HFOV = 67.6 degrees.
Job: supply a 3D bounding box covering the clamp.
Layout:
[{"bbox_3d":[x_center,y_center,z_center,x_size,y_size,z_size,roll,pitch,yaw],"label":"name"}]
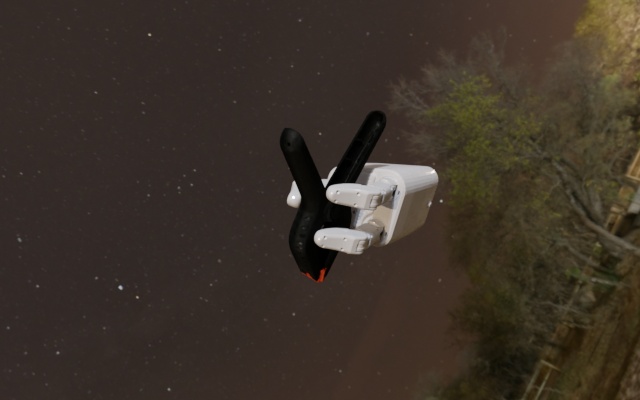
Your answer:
[{"bbox_3d":[-0.001,0.002,0.534,0.036,0.210,0.164,28,24,33],"label":"clamp"}]
